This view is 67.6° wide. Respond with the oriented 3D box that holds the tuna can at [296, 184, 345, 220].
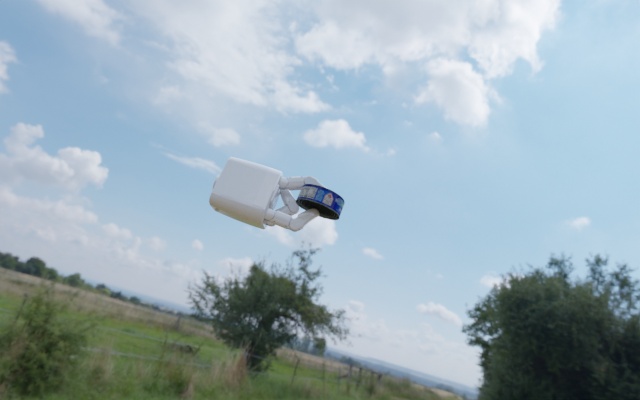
[{"bbox_3d":[0.000,0.002,0.874,0.086,0.033,0.086,20,-16,6],"label":"tuna can"}]
